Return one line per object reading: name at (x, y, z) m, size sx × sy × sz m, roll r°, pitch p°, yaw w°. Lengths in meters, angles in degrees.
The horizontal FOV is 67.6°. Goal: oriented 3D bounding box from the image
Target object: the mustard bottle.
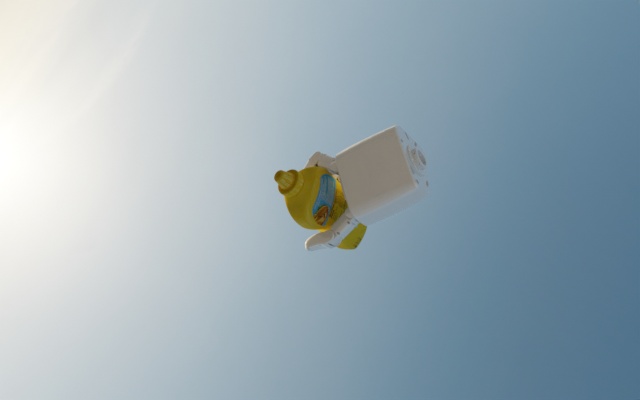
mustard bottle at (0.000, 0.003, 0.738) m, size 0.058 × 0.096 × 0.192 m, roll -1°, pitch -24°, yaw 42°
